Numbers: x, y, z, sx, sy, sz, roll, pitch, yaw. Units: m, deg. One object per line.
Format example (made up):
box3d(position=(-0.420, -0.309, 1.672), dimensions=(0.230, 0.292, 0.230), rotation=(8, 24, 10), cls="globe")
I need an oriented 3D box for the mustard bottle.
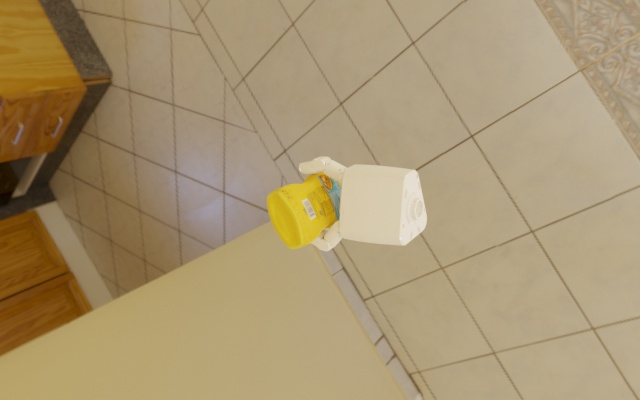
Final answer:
box3d(position=(0.000, 0.003, 0.791), dimensions=(0.058, 0.096, 0.191), rotation=(-25, 2, 41), cls="mustard bottle")
